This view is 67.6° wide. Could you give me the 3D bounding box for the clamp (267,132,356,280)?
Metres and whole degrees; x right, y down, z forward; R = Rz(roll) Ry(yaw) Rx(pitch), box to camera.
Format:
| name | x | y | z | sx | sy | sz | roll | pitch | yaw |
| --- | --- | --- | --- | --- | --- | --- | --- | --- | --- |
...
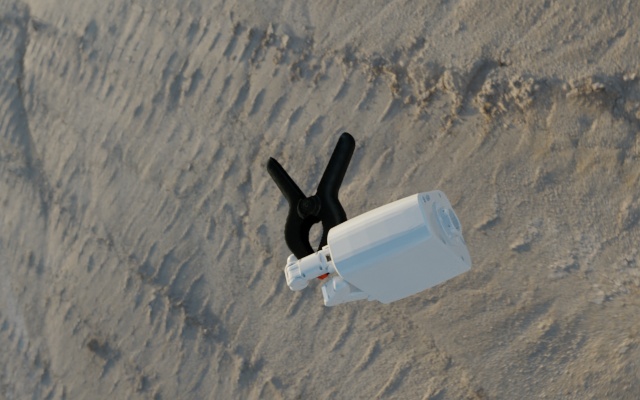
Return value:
| name | x | y | z | sx | sy | sz | roll | pitch | yaw |
| --- | --- | --- | --- | --- | --- | --- | --- | --- | --- |
| clamp | 0.000 | 0.002 | 0.557 | 0.120 | 0.171 | 0.039 | -27 | -26 | 27 |
